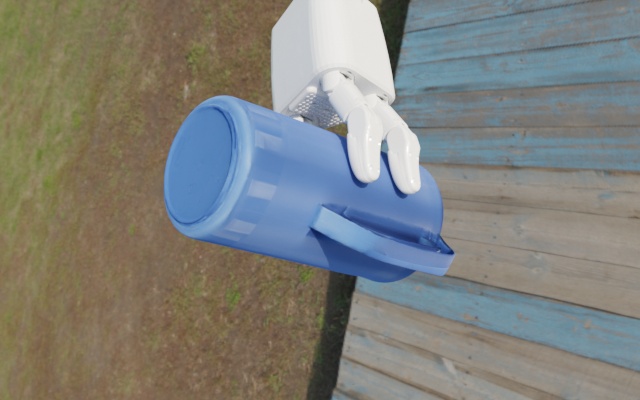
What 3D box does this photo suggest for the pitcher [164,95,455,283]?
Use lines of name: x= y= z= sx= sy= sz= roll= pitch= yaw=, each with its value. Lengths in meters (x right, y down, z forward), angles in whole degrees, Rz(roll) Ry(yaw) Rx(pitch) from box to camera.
pitcher: x=0.000 y=0.001 z=0.419 sx=0.149 sy=0.145 sz=0.243 roll=-23 pitch=-26 yaw=38
